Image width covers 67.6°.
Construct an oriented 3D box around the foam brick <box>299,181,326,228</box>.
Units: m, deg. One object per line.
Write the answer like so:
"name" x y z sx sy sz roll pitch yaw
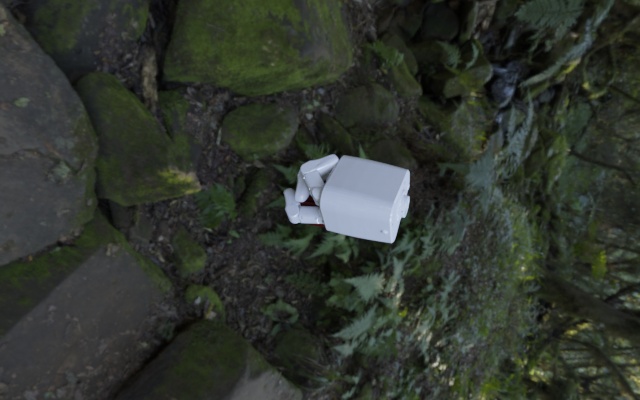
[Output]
"foam brick" 0.000 0.003 0.779 0.051 0.053 0.078 9 -30 15
